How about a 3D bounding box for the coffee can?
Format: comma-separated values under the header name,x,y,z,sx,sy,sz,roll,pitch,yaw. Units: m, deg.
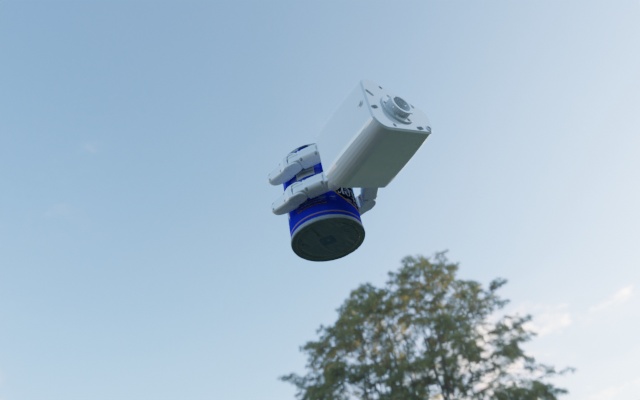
name,x,y,z,sx,sy,sz,roll,pitch,yaw
coffee can,0.000,0.003,0.689,0.103,0.140,0.103,-7,-39,-6
